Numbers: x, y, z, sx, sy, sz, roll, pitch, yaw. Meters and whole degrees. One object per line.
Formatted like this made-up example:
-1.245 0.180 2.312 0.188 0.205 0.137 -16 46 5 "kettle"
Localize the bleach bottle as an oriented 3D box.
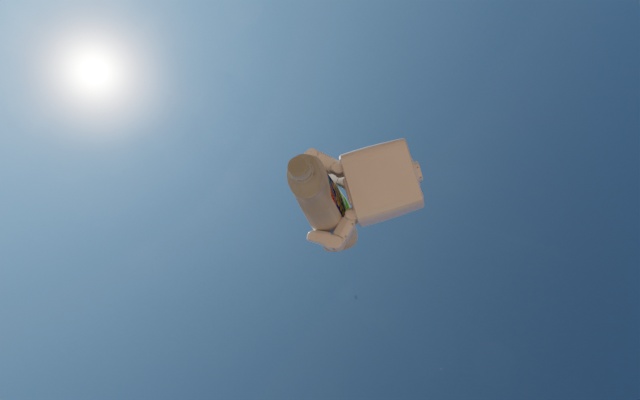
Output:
0.000 0.002 0.743 0.068 0.102 0.251 -15 -22 9 "bleach bottle"
